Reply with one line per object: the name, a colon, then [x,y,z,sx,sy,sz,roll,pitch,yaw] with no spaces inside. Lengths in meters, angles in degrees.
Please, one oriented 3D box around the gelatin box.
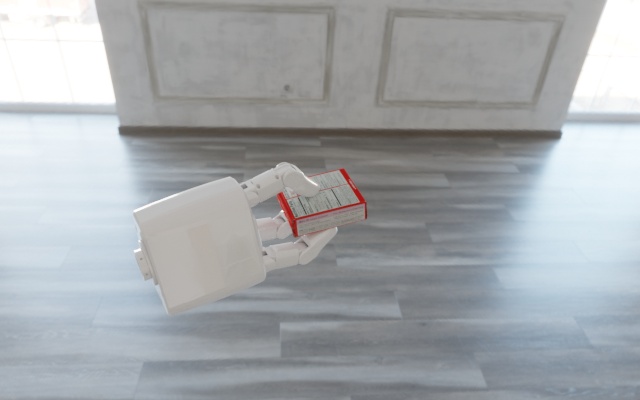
gelatin box: [0.000,0.001,0.557,0.089,0.030,0.073,-15,39,-12]
